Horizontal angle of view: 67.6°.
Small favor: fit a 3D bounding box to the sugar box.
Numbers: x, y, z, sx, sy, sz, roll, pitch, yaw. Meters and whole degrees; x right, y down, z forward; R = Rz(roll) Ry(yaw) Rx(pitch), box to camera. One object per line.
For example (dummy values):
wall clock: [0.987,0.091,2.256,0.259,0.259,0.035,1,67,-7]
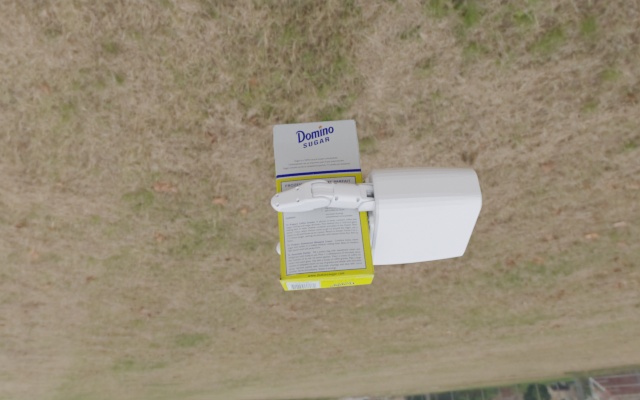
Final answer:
sugar box: [0.000,0.002,0.508,0.093,0.176,0.048,-4,-24,-1]
